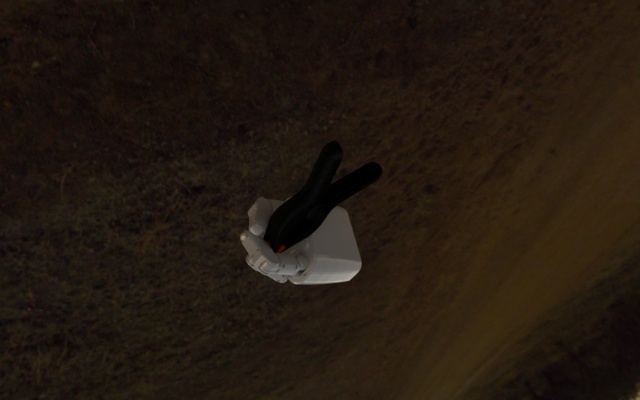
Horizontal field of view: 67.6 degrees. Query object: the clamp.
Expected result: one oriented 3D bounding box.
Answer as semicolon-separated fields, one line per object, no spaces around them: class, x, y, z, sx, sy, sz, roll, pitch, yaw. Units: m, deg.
clamp;0.000;0.002;0.581;0.120;0.039;0.171;11;-50;-48
